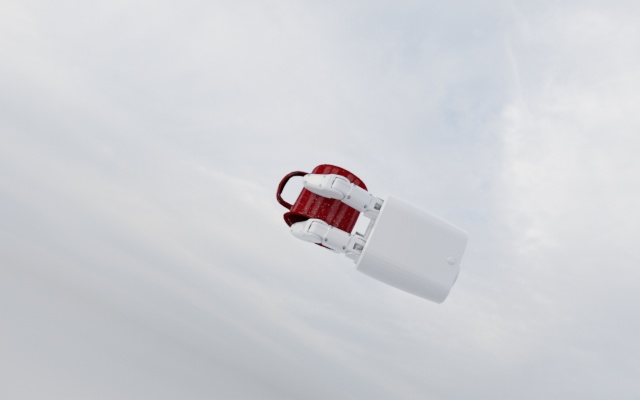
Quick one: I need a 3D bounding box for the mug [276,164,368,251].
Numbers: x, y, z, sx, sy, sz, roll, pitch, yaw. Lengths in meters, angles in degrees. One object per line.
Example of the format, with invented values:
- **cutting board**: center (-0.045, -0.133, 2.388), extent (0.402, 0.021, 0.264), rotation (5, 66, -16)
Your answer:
- **mug**: center (-0.001, 0.001, 0.617), extent (0.117, 0.081, 0.093), rotation (26, -21, 4)
